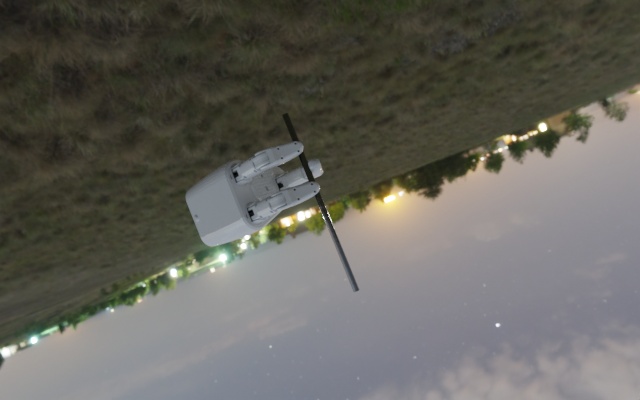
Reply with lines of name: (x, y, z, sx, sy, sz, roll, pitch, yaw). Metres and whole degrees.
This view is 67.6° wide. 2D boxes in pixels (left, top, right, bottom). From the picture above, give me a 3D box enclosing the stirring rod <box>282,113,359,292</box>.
stirring rod: (0.000, 0.002, 0.603, 0.011, 0.239, 0.011, -22, -2, -1)
